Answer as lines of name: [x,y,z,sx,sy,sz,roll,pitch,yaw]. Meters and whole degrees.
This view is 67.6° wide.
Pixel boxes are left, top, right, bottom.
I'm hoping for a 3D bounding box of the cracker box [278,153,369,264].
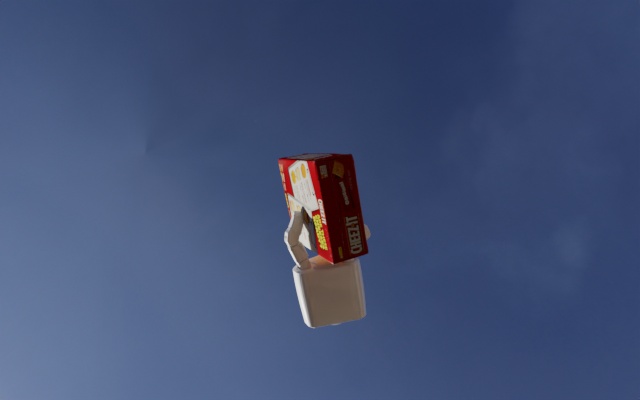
cracker box: [0.000,0.003,0.822,0.072,0.164,0.213,-14,10,-18]
